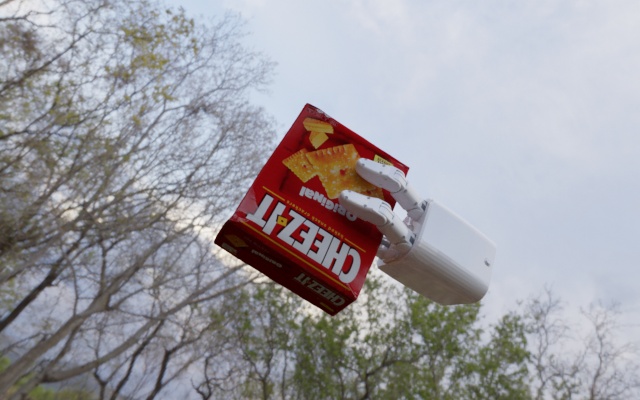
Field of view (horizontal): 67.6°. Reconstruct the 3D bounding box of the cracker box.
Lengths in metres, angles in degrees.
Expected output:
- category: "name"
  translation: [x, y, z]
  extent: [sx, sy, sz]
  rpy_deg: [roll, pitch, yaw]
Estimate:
- category: "cracker box"
  translation: [0.000, 0.002, 0.579]
  extent: [0.164, 0.213, 0.072]
  rpy_deg: [33, -37, -6]
